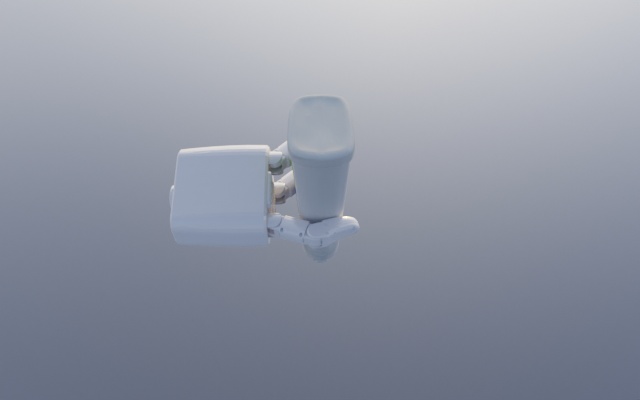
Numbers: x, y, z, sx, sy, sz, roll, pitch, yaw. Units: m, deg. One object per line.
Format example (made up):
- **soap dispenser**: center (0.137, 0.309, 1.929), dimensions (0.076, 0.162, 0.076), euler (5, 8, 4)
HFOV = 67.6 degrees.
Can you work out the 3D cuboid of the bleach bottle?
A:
- **bleach bottle**: center (0.000, 0.002, 0.573), dimensions (0.068, 0.102, 0.251), euler (-1, -40, -1)
